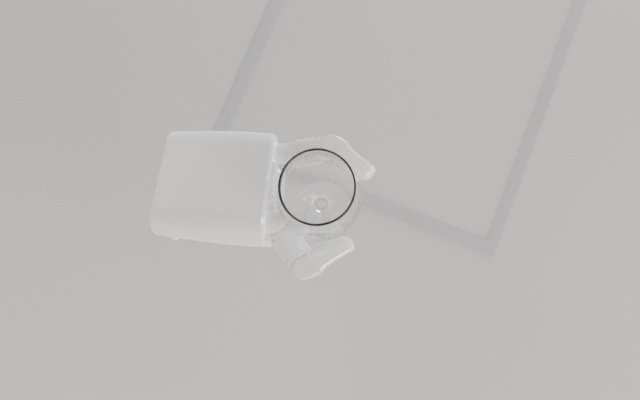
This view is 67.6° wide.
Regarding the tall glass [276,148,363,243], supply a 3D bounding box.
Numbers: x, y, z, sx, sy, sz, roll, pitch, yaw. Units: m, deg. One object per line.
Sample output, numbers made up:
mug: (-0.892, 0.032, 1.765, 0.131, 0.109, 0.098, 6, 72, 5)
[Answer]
tall glass: (0.000, 0.002, 0.471, 0.079, 0.079, 0.201, 0, -7, 1)
